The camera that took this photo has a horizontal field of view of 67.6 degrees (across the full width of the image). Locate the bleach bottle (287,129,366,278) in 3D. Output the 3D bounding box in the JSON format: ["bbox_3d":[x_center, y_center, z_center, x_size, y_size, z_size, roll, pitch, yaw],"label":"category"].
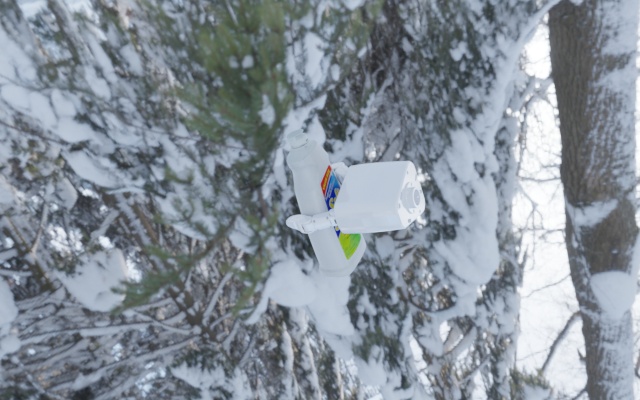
[{"bbox_3d":[0.000,0.003,0.800,0.068,0.251,0.102,-4,32,34],"label":"bleach bottle"}]
